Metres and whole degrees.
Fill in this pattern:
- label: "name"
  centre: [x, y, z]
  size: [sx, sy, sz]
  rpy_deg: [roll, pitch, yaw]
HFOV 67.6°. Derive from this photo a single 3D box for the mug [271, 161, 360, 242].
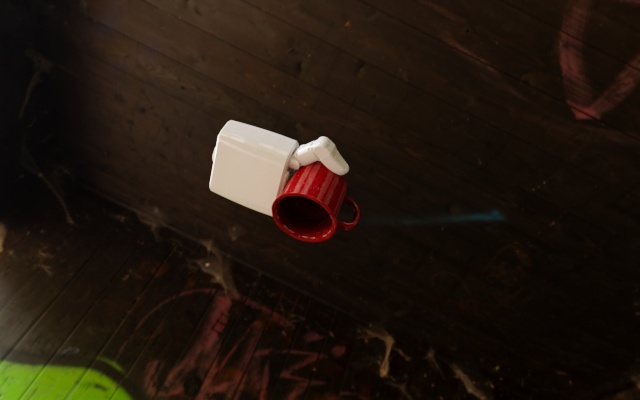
- label: "mug"
  centre: [0.002, 0.003, 0.670]
  size: [0.117, 0.081, 0.093]
  rpy_deg: [21, -43, 3]
